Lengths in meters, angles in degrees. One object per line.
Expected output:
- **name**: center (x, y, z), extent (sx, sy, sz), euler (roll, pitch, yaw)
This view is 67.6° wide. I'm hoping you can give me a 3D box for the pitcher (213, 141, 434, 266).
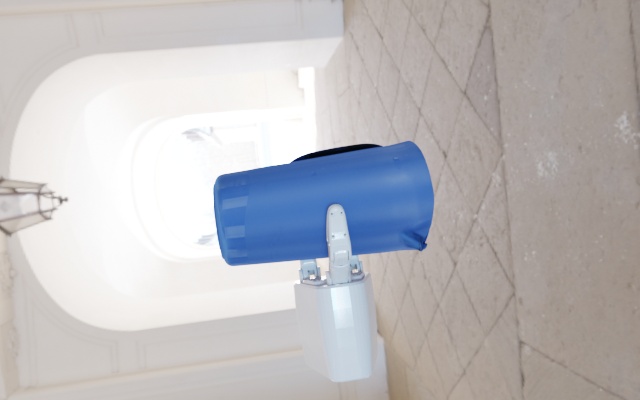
- **pitcher**: center (0.000, 0.002, 0.574), extent (0.243, 0.145, 0.149), euler (-7, -1, -7)
